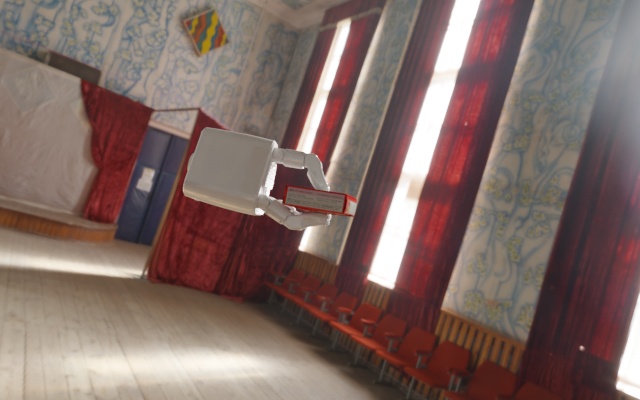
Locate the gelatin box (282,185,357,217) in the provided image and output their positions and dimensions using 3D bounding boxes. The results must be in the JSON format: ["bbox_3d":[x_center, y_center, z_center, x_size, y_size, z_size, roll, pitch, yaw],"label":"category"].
[{"bbox_3d":[0.001,0.002,0.666,0.089,0.030,0.073,8,-3,15],"label":"gelatin box"}]
